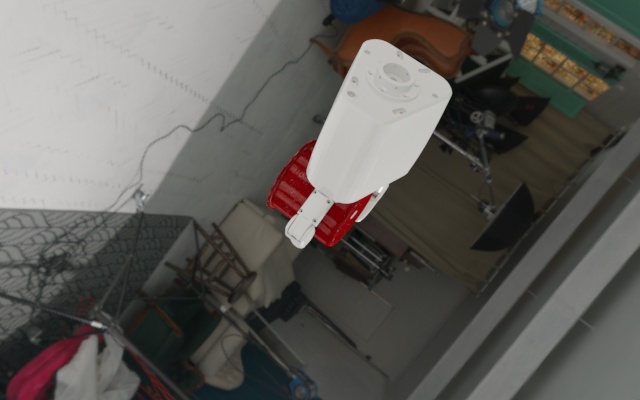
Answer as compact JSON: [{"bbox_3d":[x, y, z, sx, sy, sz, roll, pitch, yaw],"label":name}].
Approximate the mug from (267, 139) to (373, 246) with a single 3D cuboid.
[{"bbox_3d":[0.000,0.003,0.522,0.093,0.081,0.117,-45,-13,-36],"label":"mug"}]
